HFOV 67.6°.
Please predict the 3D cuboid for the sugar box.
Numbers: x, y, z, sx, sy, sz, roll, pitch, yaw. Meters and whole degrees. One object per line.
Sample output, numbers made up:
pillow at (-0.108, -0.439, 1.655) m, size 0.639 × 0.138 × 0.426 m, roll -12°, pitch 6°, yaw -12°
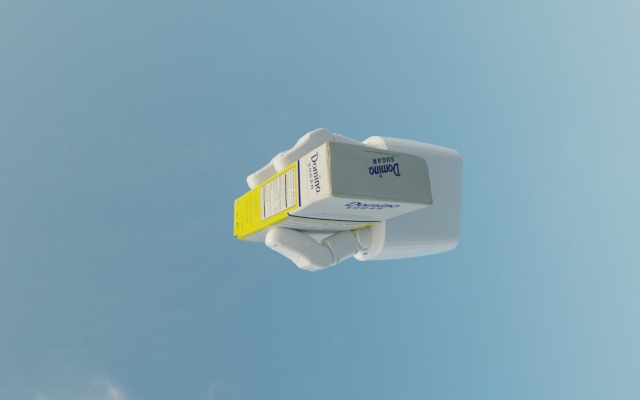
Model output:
sugar box at (0.000, 0.001, 0.408) m, size 0.093 × 0.048 × 0.176 m, roll 5°, pitch -18°, yaw -31°
